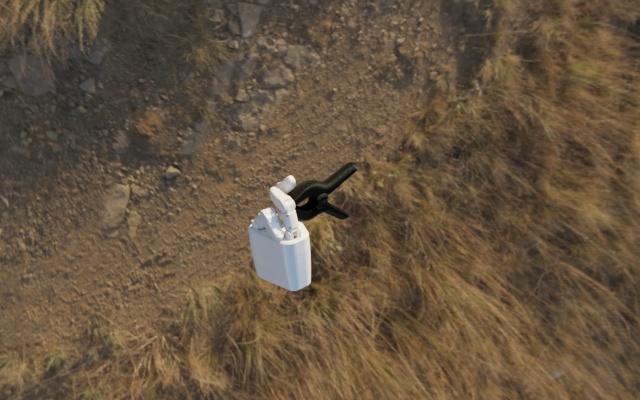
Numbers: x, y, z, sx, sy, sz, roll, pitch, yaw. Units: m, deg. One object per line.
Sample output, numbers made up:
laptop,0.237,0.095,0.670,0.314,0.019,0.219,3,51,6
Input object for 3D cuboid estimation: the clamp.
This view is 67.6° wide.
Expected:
clamp,0.000,0.003,0.892,0.171,0.120,0.039,-20,32,-29
